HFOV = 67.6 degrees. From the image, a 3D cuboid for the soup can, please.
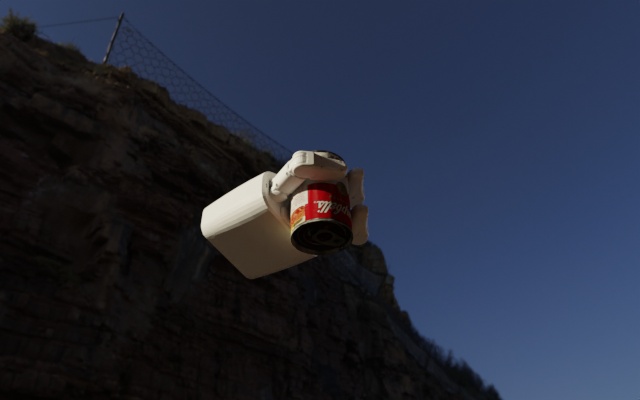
[{"bbox_3d":[0.000,0.001,0.542,0.068,0.102,0.069,-1,-38,-1],"label":"soup can"}]
